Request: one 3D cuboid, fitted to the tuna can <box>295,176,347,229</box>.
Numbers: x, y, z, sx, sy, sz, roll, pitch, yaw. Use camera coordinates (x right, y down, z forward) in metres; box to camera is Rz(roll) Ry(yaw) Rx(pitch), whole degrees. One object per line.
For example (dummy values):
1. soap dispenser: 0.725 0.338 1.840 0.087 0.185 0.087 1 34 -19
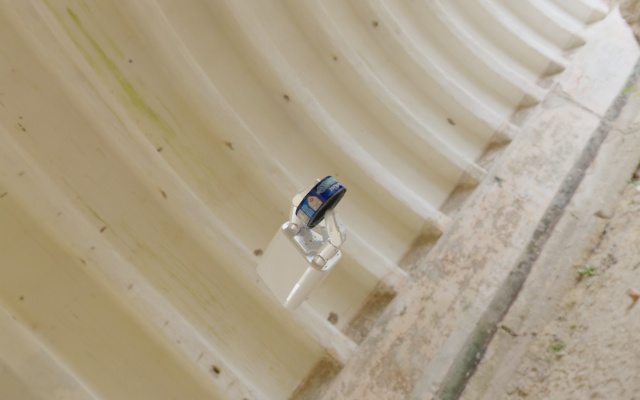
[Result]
1. tuna can: 0.000 0.002 0.747 0.033 0.086 0.086 43 9 10
